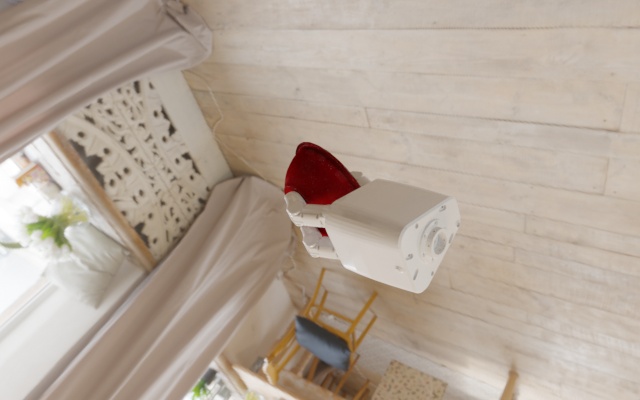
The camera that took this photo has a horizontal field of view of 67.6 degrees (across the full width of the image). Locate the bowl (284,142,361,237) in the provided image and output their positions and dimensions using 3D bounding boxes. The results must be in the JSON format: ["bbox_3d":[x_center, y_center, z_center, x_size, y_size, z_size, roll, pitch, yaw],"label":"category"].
[{"bbox_3d":[-0.001,0.002,0.650,0.055,0.162,0.162,-38,14,-19],"label":"bowl"}]
